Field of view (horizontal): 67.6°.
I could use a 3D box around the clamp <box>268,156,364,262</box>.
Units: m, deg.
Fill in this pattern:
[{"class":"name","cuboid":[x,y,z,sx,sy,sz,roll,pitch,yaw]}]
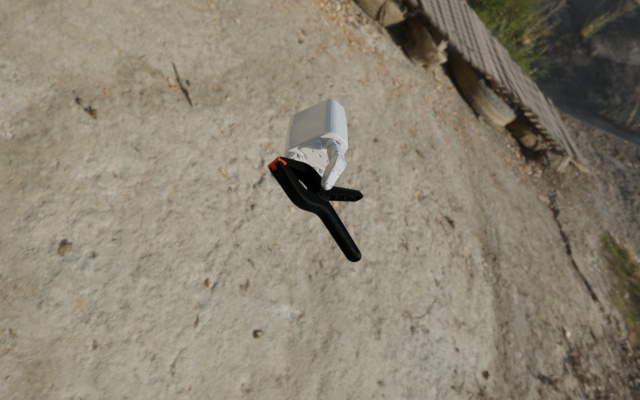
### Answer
[{"class":"clamp","cuboid":[0.000,0.002,0.795,0.210,0.164,0.036,33,-53,-30]}]
